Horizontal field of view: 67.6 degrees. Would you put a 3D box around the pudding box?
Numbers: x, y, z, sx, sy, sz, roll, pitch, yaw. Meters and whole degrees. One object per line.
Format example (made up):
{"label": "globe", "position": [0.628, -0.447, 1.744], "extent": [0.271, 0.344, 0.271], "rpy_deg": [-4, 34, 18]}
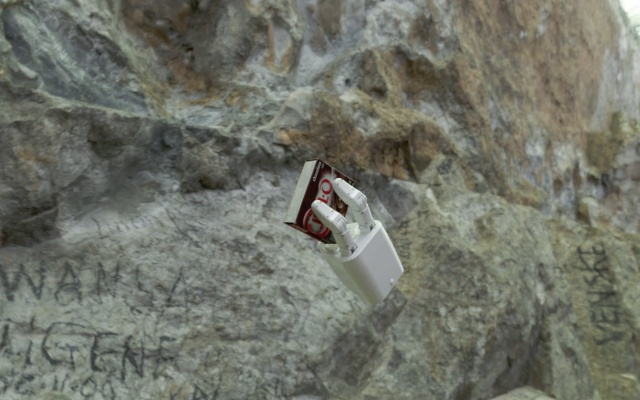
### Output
{"label": "pudding box", "position": [0.000, 0.003, 0.759], "extent": [0.090, 0.113, 0.039], "rpy_deg": [29, -20, -37]}
